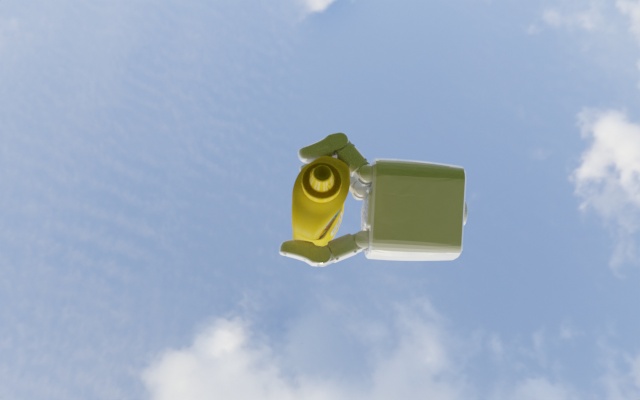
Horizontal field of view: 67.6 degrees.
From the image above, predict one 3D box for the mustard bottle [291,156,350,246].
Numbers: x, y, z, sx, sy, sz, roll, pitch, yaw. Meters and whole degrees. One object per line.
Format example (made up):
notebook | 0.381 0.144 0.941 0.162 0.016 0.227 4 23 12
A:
mustard bottle | 0.000 0.002 0.553 0.058 0.096 0.192 26 -16 6
